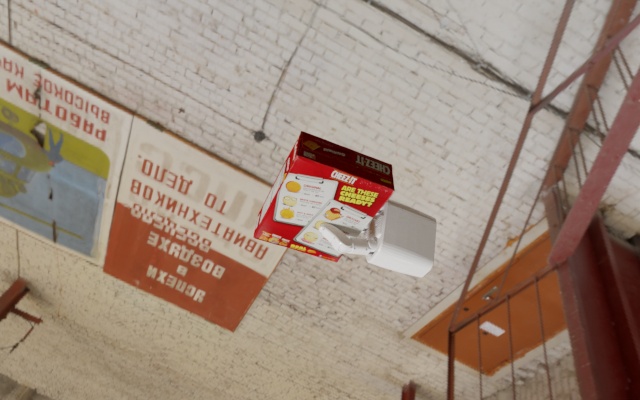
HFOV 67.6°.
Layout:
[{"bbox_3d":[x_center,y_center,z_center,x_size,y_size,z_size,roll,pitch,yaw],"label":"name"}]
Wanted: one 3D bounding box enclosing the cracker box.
[{"bbox_3d":[0.000,0.003,0.800,0.164,0.072,0.214,18,-45,-15],"label":"cracker box"}]
